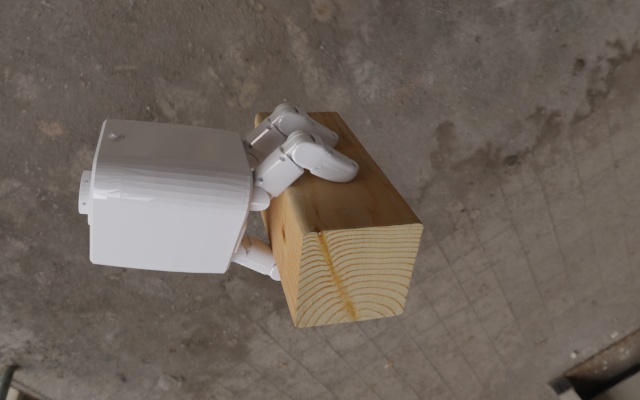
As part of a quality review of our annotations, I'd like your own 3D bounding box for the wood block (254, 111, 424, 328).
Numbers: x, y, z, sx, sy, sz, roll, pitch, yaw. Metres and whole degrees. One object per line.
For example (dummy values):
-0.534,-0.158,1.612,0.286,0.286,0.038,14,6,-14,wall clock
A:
0.000,0.002,0.425,0.090,0.091,0.206,-4,33,-16,wood block
